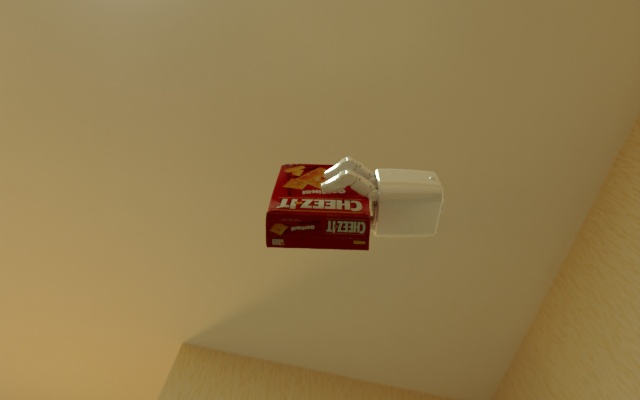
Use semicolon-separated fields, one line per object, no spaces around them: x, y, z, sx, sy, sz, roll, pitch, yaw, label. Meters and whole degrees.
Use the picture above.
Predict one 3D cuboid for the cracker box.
0.000;0.003;0.831;0.164;0.072;0.213;1;25;2;cracker box
